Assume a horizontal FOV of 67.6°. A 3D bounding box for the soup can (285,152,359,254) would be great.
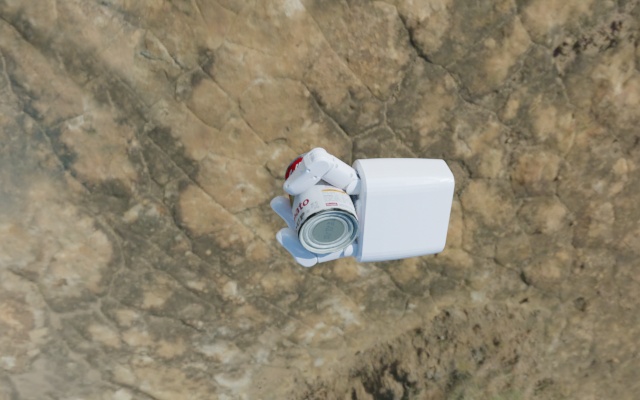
[{"bbox_3d":[0.000,0.002,0.538,0.068,0.069,0.102,0,41,-14],"label":"soup can"}]
